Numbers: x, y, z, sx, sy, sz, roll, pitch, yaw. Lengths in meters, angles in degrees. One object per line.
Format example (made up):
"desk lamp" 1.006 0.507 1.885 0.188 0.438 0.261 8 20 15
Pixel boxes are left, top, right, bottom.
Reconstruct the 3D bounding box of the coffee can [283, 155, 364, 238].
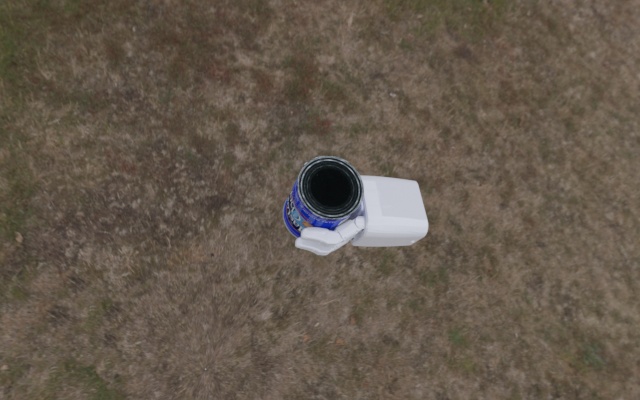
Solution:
"coffee can" 0.000 0.002 0.770 0.103 0.102 0.140 0 -19 -14
